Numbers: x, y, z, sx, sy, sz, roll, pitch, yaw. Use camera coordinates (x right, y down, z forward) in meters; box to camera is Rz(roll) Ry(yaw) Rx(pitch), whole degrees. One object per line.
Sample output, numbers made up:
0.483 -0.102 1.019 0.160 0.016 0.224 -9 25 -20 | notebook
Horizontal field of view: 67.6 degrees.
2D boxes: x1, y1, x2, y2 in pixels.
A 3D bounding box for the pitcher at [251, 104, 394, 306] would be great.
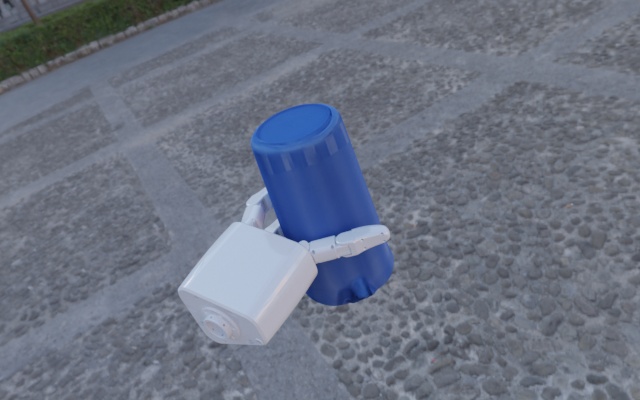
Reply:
0.000 0.002 0.611 0.149 0.243 0.145 5 41 32 | pitcher
